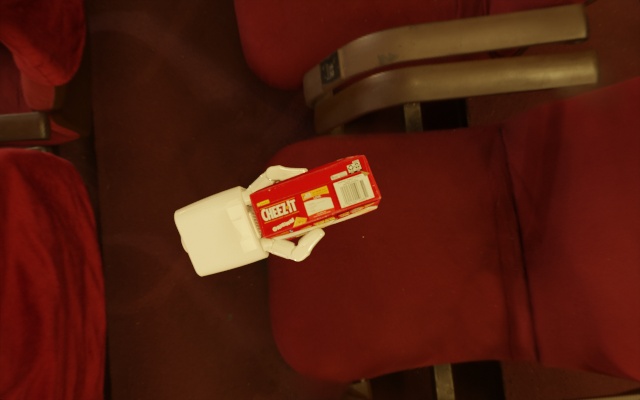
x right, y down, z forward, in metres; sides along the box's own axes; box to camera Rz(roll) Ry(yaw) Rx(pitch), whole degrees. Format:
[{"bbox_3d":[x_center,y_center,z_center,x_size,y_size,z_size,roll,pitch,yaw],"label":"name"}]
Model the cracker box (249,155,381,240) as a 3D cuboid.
[{"bbox_3d":[0.000,0.003,0.720,0.164,0.072,0.214,-20,-6,3],"label":"cracker box"}]
